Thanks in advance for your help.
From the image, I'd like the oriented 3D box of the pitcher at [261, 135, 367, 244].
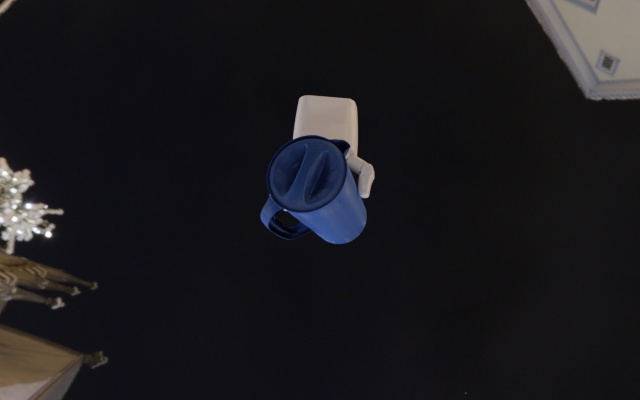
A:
[{"bbox_3d":[0.000,0.003,0.848,0.149,0.145,0.243,-2,-21,16],"label":"pitcher"}]
